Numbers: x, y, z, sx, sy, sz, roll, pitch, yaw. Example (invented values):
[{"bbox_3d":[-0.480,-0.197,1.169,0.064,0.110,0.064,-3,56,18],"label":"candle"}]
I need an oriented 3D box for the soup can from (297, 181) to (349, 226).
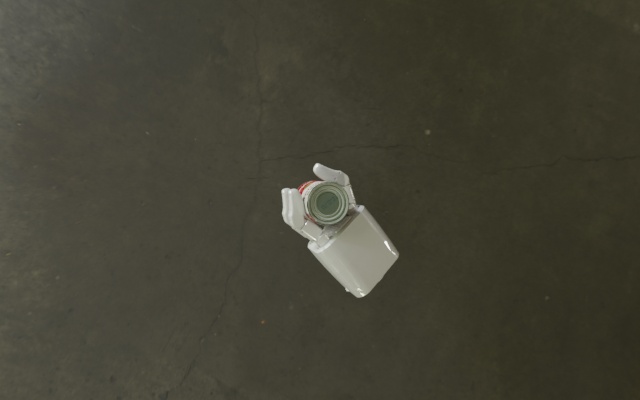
[{"bbox_3d":[0.000,0.002,0.763,0.068,0.068,0.102,0,3,-14],"label":"soup can"}]
